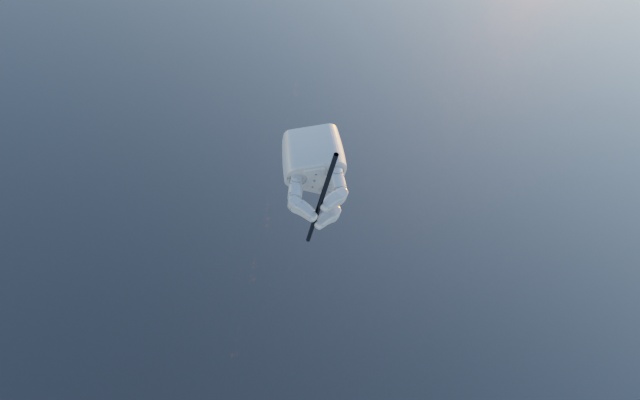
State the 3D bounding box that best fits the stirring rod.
[{"bbox_3d":[0.000,0.003,0.806,0.011,0.011,0.240,0,-37,-14],"label":"stirring rod"}]
